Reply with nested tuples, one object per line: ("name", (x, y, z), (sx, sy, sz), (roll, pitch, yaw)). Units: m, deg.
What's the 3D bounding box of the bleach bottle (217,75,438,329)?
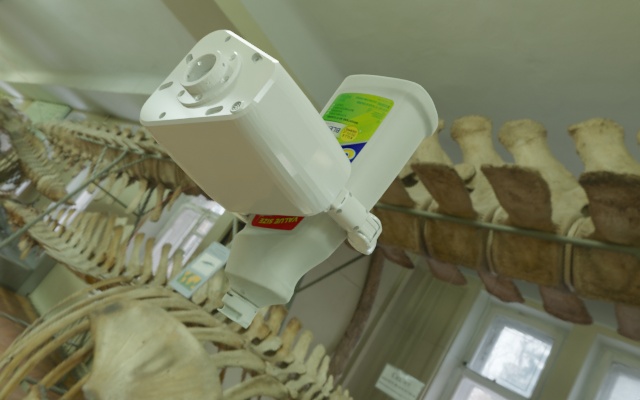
("bleach bottle", (0.000, 0.001, 0.425), (0.102, 0.250, 0.068), (21, -21, 39))
